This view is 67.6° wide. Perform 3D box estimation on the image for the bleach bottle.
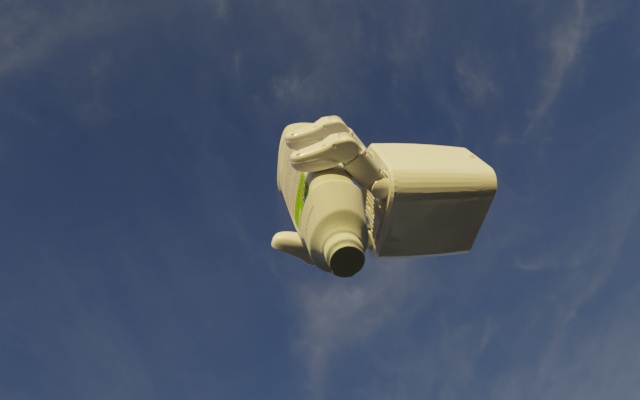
[{"bbox_3d":[0.000,0.001,0.478,0.068,0.103,0.250,0,25,-10],"label":"bleach bottle"}]
